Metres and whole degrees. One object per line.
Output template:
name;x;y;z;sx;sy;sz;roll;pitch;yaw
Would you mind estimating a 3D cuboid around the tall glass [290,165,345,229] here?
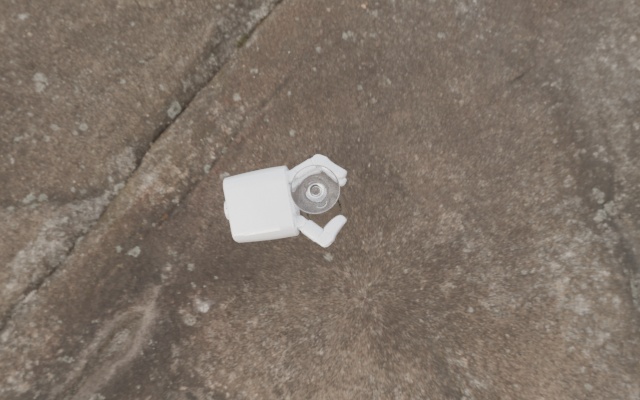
tall glass;0.000;0.003;0.801;0.079;0.079;0.201;0;-11;5
